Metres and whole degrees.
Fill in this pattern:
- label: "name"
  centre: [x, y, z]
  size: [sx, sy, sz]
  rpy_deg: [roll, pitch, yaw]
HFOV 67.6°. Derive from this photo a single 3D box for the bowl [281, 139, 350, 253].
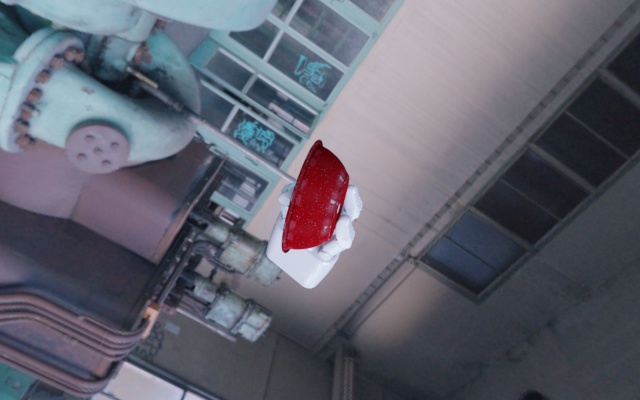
- label: "bowl"
  centre: [0.001, 0.002, 0.645]
  size: [0.055, 0.162, 0.162]
  rpy_deg: [17, 2, 7]
